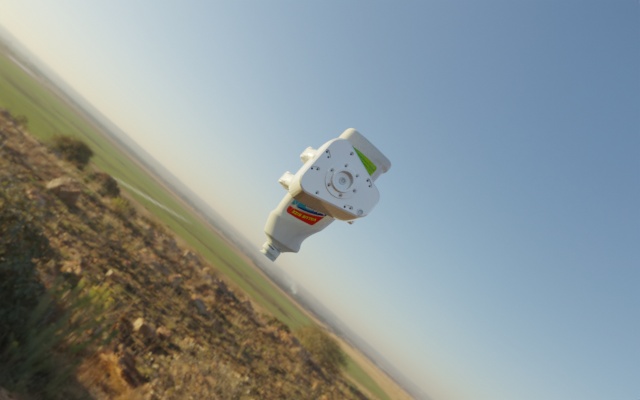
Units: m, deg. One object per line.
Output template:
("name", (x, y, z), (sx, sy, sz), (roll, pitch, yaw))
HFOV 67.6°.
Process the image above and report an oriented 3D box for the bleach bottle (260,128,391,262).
("bleach bottle", (0.000, 0.002, 0.792), (0.102, 0.251, 0.068), (42, -9, -5))
